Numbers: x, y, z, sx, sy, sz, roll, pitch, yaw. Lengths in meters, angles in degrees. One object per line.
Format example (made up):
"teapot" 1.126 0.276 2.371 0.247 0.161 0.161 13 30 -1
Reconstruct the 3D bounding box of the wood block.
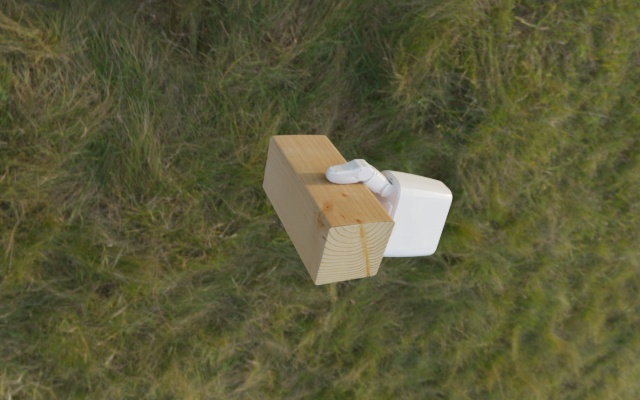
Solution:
"wood block" 0.001 0.002 0.635 0.090 0.091 0.206 -4 38 -26
